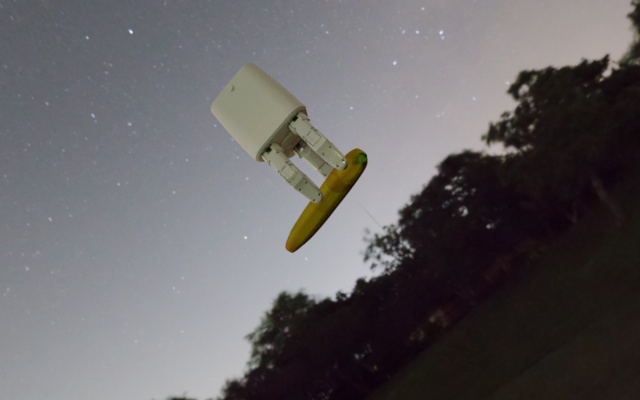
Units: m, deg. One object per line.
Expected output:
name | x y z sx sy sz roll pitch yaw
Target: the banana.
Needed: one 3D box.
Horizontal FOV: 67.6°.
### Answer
banana | 0.010 -0.006 0.660 0.037 0.198 0.069 41 33 9
